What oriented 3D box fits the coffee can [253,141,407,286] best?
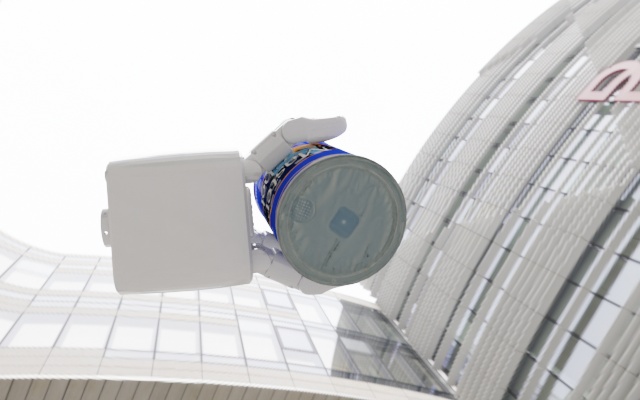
[{"bbox_3d":[0.000,0.001,0.423,0.103,0.103,0.140,0,13,-15],"label":"coffee can"}]
